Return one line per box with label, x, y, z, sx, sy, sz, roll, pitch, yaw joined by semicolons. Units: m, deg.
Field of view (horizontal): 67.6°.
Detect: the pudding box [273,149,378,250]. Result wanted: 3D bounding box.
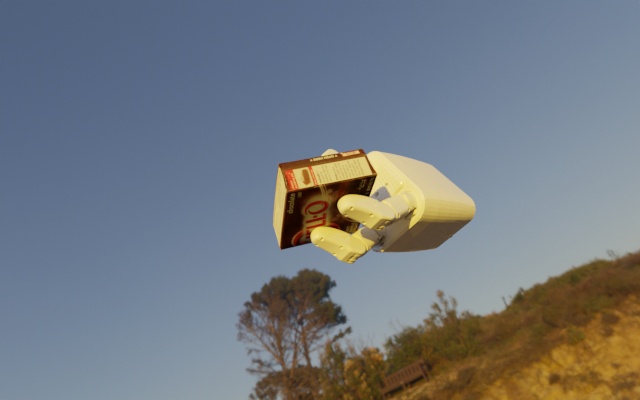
pudding box;0.000;0.001;0.485;0.090;0.039;0.114;-13;-33;-16
